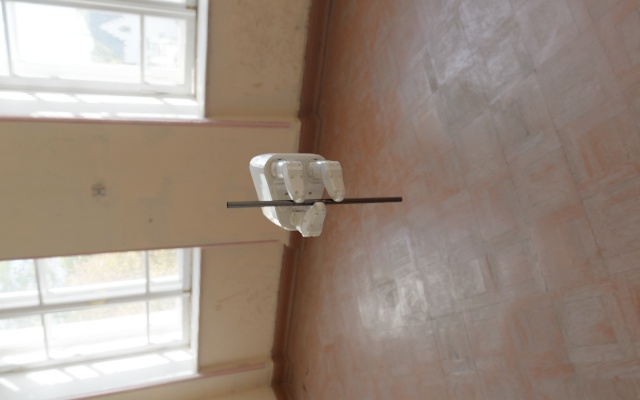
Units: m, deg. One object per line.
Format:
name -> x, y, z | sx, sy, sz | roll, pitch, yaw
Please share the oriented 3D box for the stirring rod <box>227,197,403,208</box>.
stirring rod -> 0.000, 0.002, 0.617 | 0.239, 0.011, 0.011 | -2, 1, -22
